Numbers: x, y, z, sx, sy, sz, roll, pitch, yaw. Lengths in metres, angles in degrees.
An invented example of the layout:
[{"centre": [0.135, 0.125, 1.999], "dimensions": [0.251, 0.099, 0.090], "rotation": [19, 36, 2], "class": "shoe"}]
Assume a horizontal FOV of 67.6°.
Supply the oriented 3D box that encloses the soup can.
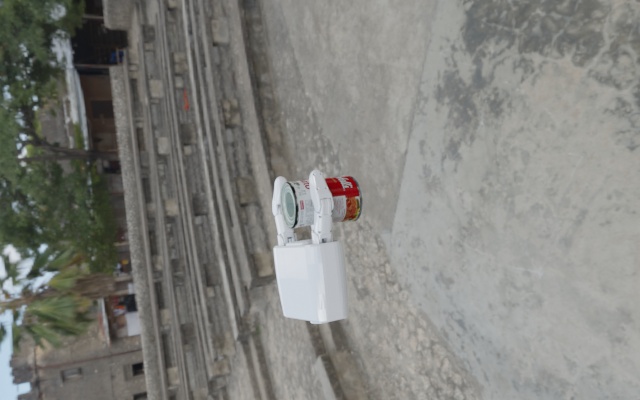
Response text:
[{"centre": [0.000, 0.002, 0.690], "dimensions": [0.102, 0.068, 0.068], "rotation": [-6, 2, -22], "class": "soup can"}]
